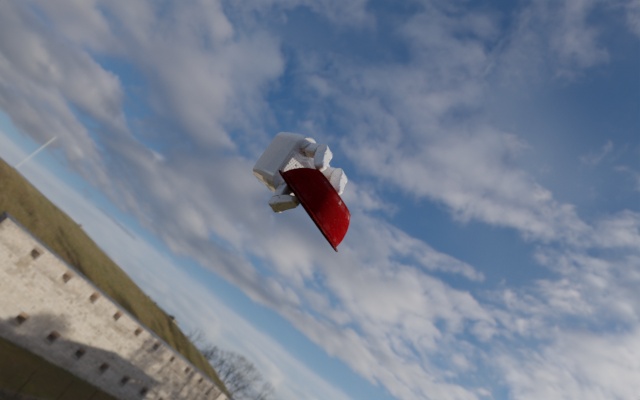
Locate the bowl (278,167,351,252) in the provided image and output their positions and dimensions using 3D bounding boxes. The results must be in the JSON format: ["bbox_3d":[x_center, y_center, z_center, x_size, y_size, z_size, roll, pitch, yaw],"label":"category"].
[{"bbox_3d":[0.001,0.003,0.766,0.055,0.162,0.162,-35,2,-3],"label":"bowl"}]
